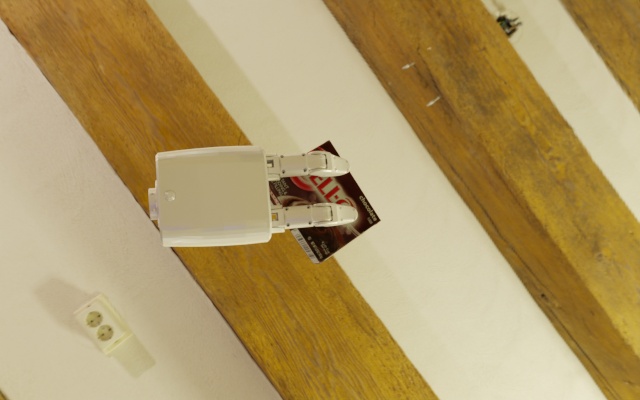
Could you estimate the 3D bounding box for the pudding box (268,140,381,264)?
[{"bbox_3d":[0.000,0.002,0.541,0.090,0.113,0.039,-33,2,-20],"label":"pudding box"}]
